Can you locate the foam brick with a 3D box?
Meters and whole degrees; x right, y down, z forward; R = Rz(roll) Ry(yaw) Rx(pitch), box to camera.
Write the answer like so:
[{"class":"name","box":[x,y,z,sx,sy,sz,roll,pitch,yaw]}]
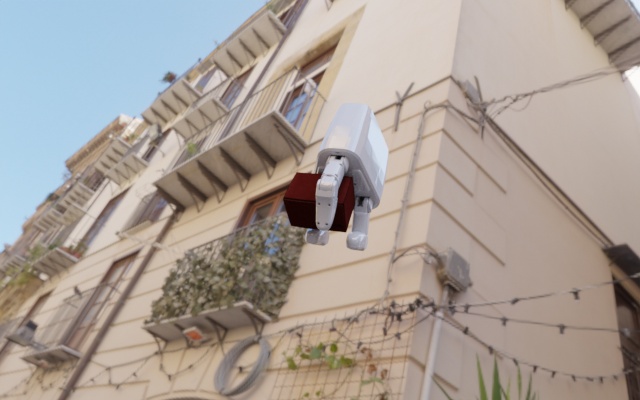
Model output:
[{"class":"foam brick","box":[0.000,0.002,0.610,0.078,0.051,0.053,6,-43,15]}]
